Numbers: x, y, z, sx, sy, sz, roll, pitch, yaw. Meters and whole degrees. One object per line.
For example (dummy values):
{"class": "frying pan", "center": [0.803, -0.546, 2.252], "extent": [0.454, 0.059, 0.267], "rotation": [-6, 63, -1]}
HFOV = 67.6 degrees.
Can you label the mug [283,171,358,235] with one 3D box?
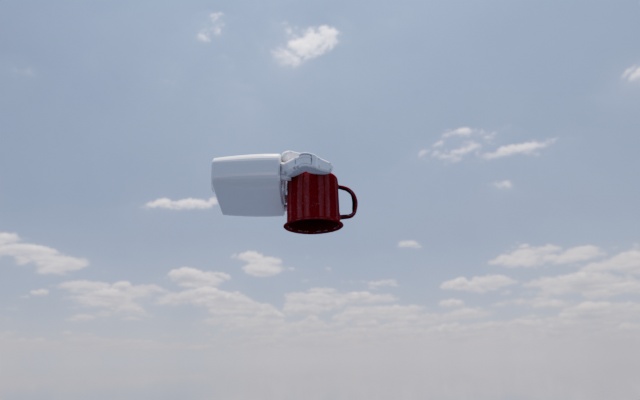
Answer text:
{"class": "mug", "center": [0.002, 0.002, 0.750], "extent": [0.117, 0.081, 0.093], "rotation": [-1, -18, -1]}
